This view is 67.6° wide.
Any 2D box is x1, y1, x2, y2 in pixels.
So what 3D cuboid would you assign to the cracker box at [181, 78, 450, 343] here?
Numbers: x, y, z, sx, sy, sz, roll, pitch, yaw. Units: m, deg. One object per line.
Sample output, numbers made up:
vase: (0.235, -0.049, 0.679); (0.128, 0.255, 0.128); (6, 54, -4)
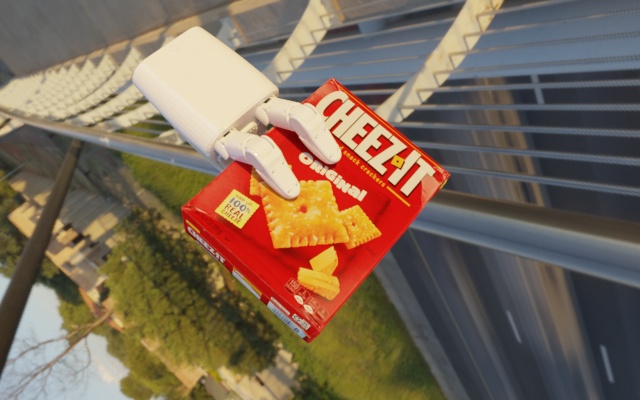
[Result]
cracker box: (0.000, 0.002, 0.471); (0.213, 0.164, 0.072); (-46, -7, -24)
